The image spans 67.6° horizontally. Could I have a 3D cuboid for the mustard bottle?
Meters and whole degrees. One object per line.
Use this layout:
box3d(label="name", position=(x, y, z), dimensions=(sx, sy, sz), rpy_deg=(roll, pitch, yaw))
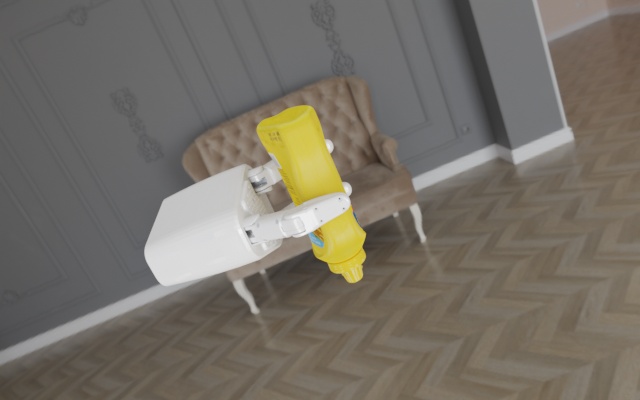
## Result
box3d(label="mustard bottle", position=(0.000, 0.001, 0.487), dimensions=(0.058, 0.192, 0.096), rpy_deg=(-27, 18, -11))
